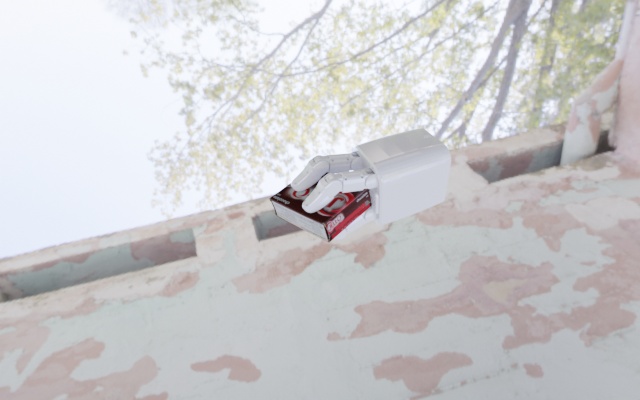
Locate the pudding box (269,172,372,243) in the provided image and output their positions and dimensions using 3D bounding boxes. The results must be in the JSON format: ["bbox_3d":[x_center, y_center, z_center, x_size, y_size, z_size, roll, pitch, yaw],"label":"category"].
[{"bbox_3d":[0.000,0.002,0.660,0.113,0.039,0.090,21,48,42],"label":"pudding box"}]
